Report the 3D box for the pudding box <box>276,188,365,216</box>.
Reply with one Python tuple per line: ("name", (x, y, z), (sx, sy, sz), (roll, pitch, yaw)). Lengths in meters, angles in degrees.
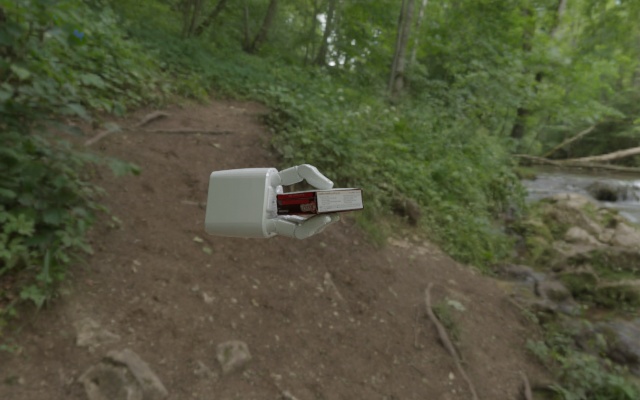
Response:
("pudding box", (0.000, 0.002, 0.755), (0.090, 0.039, 0.113), (-2, 3, 44))
